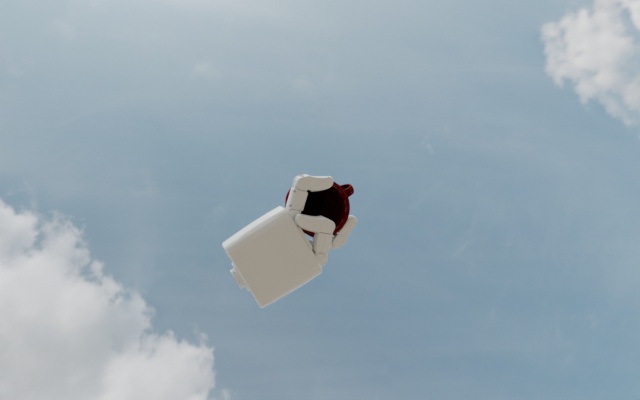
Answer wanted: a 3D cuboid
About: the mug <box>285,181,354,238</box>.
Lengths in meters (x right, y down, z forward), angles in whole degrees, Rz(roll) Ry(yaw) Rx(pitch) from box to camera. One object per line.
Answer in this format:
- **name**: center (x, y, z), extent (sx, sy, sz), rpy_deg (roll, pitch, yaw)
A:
- **mug**: center (0.001, 0.002, 0.784), extent (0.117, 0.093, 0.081), rpy_deg (-30, 16, -13)
